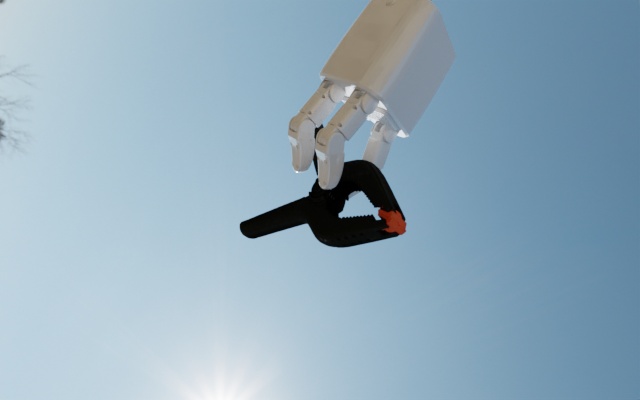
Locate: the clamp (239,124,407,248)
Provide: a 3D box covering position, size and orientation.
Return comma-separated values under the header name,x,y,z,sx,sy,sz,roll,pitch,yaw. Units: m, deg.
name,x,y,z,sx,sy,sz,roll,pitch,yaw
clamp,0.001,0.002,0.505,0.036,0.164,0.210,34,-1,-42
